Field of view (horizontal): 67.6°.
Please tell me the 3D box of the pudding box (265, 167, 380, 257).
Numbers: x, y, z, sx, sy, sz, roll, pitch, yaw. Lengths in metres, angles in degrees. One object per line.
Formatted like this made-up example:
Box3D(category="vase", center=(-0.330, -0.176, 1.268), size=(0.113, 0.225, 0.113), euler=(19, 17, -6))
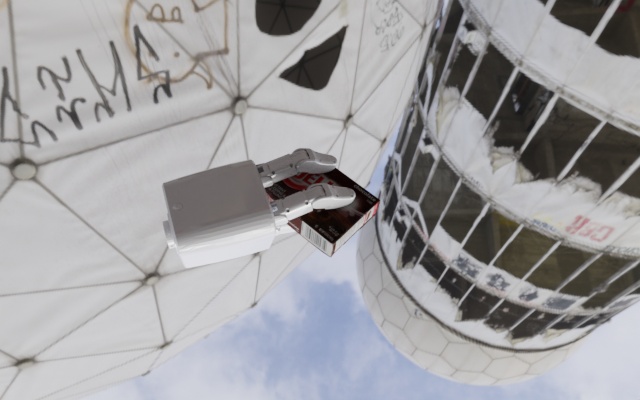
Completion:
Box3D(category="pudding box", center=(0.000, 0.002, 0.577), size=(0.090, 0.113, 0.039), euler=(-41, -20, -30))
